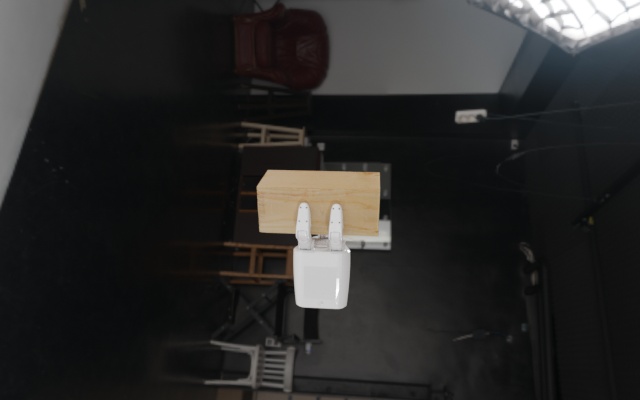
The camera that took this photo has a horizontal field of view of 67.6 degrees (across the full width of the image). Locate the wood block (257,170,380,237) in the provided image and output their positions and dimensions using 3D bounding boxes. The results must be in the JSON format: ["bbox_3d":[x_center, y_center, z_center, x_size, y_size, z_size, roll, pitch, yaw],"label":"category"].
[{"bbox_3d":[0.000,0.003,0.845,0.206,0.090,0.090,2,22,6],"label":"wood block"}]
